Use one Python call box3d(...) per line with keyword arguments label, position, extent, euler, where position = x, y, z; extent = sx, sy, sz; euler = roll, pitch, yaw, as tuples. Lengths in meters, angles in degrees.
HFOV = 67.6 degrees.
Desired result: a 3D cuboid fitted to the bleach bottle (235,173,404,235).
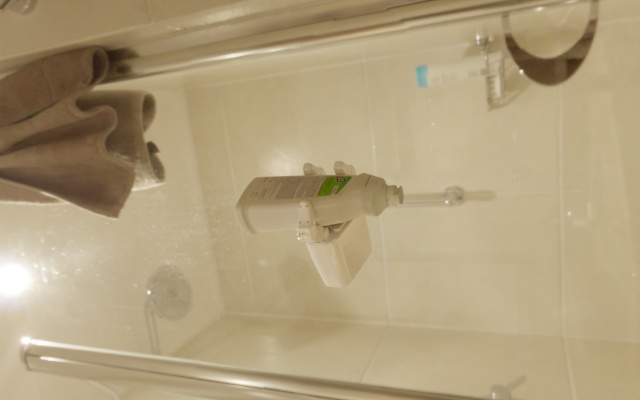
box3d(label="bleach bottle", position=(0.000, 0.002, 0.737), extent=(0.251, 0.068, 0.102), euler=(-2, 39, 23))
